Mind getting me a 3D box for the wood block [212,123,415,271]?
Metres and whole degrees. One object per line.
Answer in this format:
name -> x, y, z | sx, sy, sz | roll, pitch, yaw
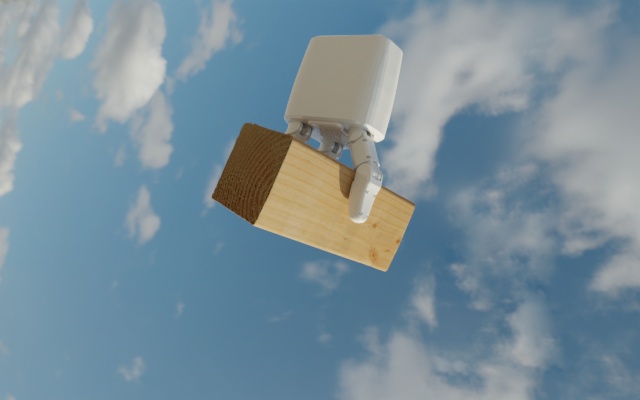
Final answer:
wood block -> 0.001, 0.001, 0.528 | 0.206, 0.090, 0.091 | 24, 0, -42
